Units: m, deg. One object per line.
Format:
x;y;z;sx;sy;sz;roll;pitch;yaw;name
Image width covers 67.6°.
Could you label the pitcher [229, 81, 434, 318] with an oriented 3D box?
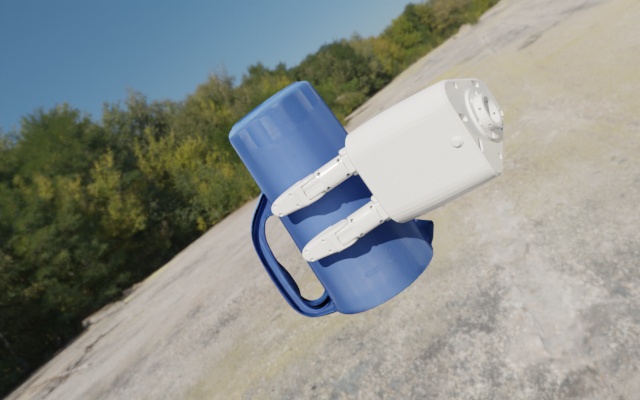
0.000;0.002;0.533;0.145;0.243;0.149;-28;11;41;pitcher
